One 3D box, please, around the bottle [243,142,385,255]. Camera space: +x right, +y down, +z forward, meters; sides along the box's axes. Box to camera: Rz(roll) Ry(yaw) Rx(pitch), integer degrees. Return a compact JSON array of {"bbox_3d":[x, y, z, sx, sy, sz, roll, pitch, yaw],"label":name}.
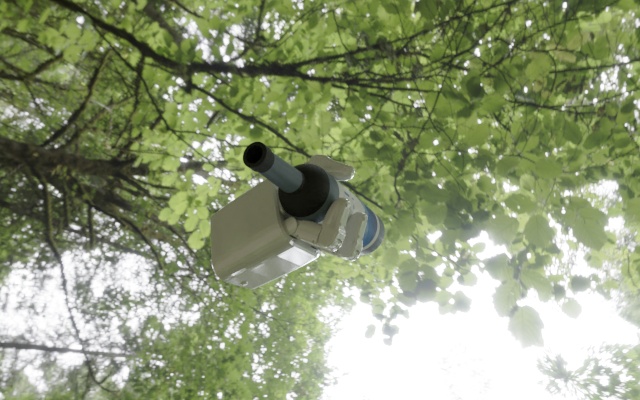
[{"bbox_3d":[0.000,0.002,0.582,0.069,0.069,0.296,0,-18,27],"label":"bottle"}]
